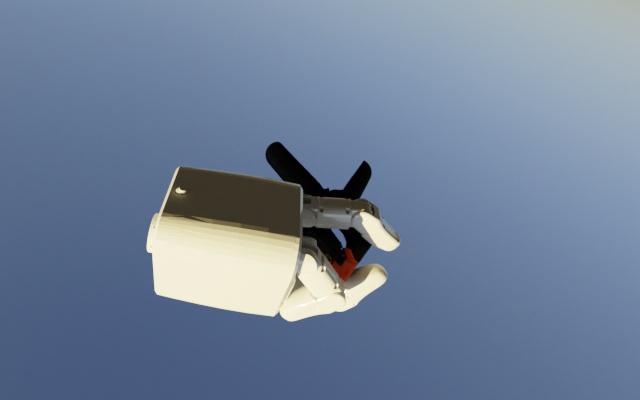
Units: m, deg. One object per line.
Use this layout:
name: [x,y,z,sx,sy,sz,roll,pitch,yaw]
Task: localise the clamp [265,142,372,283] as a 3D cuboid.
clamp: [0.000,0.002,0.467,0.120,0.039,0.171,11,37,-10]
